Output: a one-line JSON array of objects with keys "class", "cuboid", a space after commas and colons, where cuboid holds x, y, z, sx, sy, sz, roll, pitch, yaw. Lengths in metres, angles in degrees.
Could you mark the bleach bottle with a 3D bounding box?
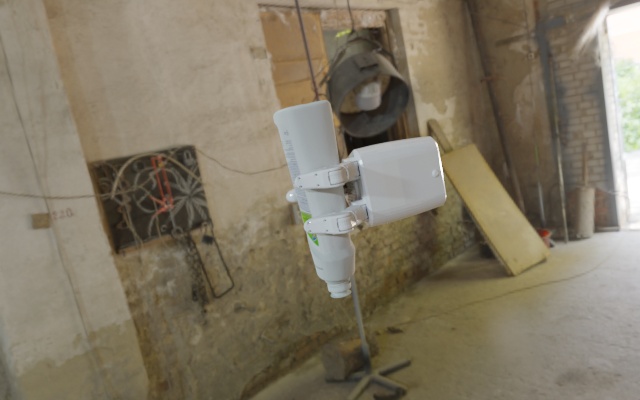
[{"class": "bleach bottle", "cuboid": [0.000, 0.002, 0.623, 0.068, 0.251, 0.102, -14, 9, -11]}]
